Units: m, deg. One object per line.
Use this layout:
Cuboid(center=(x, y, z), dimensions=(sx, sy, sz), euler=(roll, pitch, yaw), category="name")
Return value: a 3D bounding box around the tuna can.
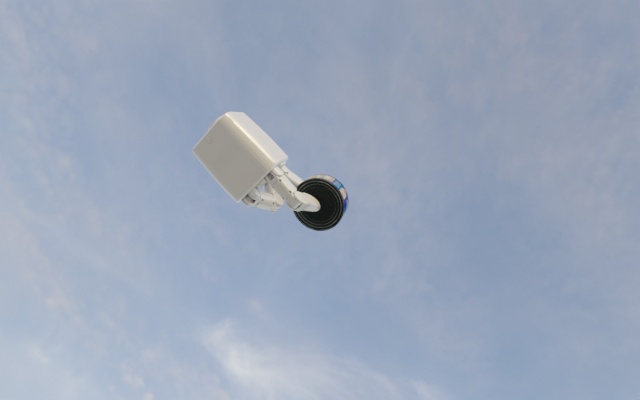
Cuboid(center=(0.000, 0.002, 0.753), dimensions=(0.086, 0.086, 0.033), euler=(0, 17, 18), category="tuna can")
